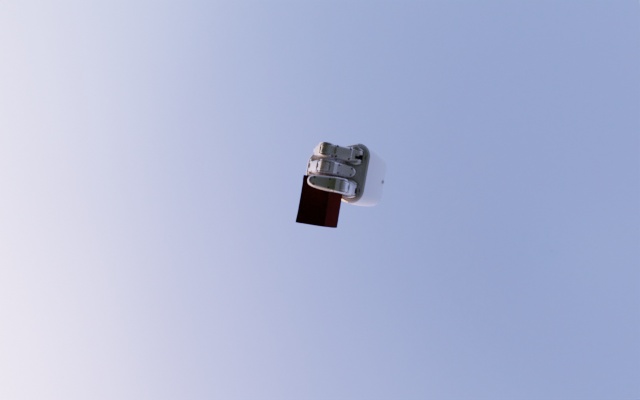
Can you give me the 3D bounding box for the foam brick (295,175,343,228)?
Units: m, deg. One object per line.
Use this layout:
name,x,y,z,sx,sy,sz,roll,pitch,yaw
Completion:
foam brick,0.000,0.003,0.762,0.053,0.078,0.051,10,-1,26
